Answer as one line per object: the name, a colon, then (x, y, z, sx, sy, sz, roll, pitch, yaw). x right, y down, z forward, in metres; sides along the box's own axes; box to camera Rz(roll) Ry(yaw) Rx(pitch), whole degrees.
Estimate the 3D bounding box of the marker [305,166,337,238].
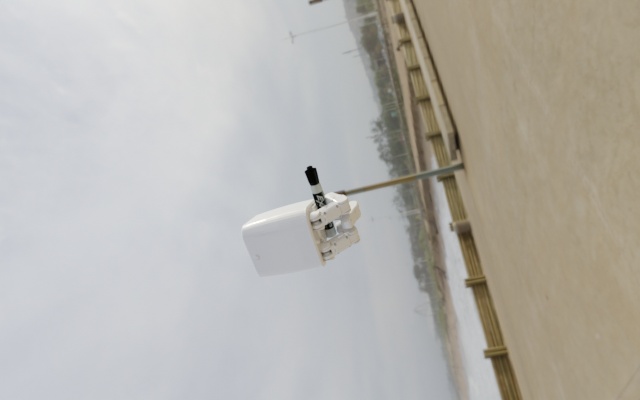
marker: (0.000, 0.002, 0.737, 0.020, 0.121, 0.020, -15, 24, 7)
